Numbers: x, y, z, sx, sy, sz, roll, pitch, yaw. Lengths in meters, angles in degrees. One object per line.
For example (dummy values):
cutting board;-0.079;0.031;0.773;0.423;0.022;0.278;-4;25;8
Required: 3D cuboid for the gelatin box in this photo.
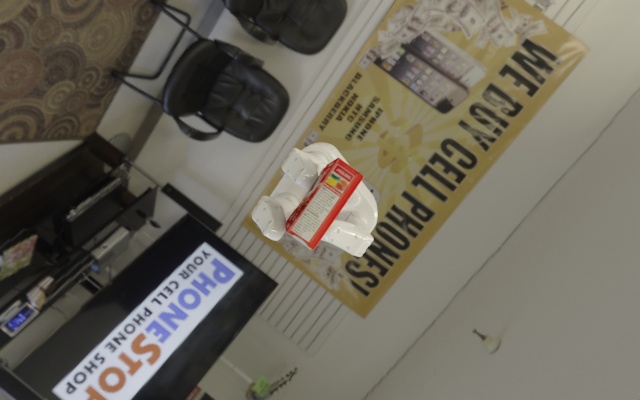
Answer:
gelatin box;0.000;0.002;0.421;0.030;0.073;0.089;35;-1;-5
